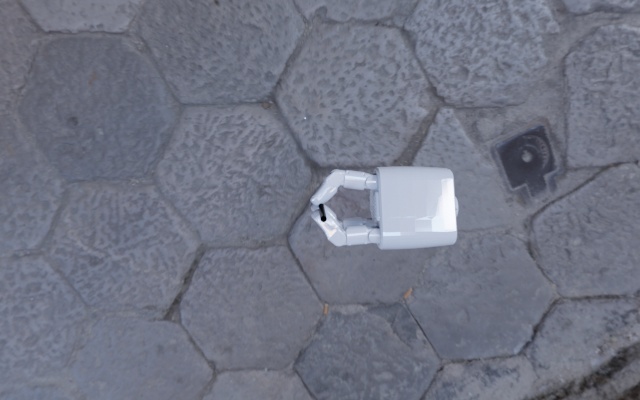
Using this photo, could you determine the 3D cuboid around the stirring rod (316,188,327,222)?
[{"bbox_3d":[0.000,0.002,0.701,0.011,0.011,0.239,0,10,-2],"label":"stirring rod"}]
